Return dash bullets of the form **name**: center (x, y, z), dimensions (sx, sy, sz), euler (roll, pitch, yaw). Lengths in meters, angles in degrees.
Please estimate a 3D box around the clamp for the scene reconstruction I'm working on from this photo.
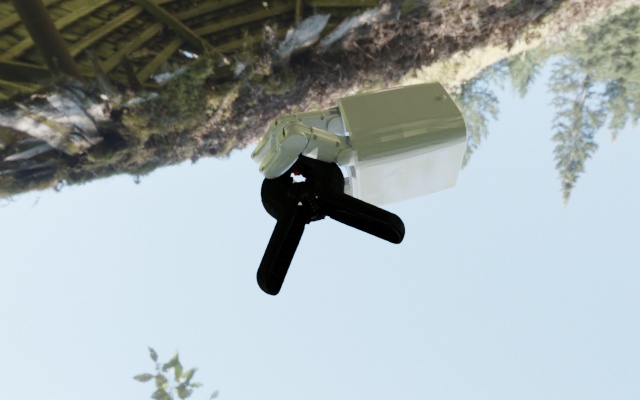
- **clamp**: center (0.000, 0.002, 0.418), dimensions (0.120, 0.039, 0.171), euler (-12, 41, 0)
